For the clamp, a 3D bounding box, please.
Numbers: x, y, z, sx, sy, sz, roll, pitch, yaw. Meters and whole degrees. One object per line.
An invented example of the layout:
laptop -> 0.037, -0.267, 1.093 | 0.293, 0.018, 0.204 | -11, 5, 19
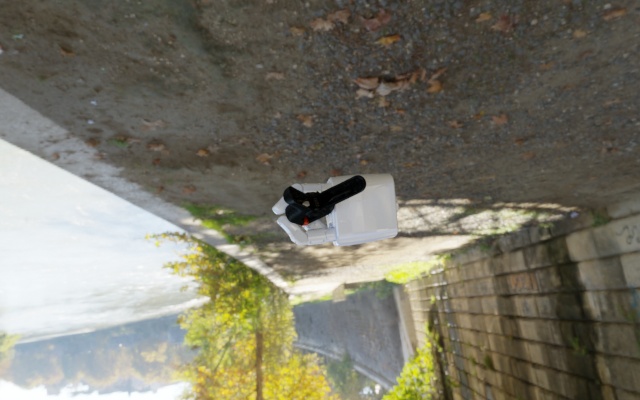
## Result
clamp -> 0.000, 0.003, 0.724 | 0.120, 0.039, 0.171 | -6, -12, -8
